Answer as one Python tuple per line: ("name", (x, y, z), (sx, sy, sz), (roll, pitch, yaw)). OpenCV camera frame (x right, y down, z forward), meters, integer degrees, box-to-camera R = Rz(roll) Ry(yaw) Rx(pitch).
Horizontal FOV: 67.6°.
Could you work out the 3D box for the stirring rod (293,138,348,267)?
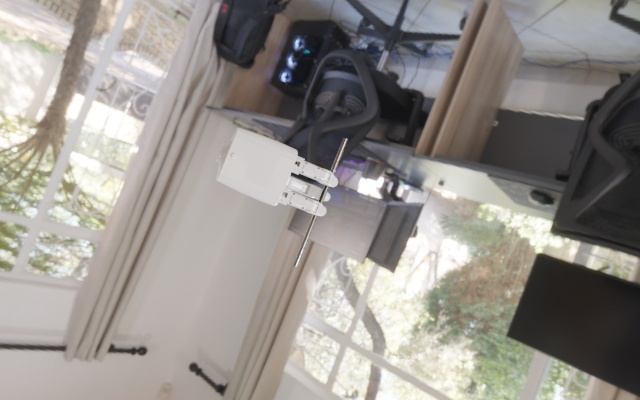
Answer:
("stirring rod", (0.000, 0.003, 0.836), (0.011, 0.239, 0.011), (22, -2, 1))
